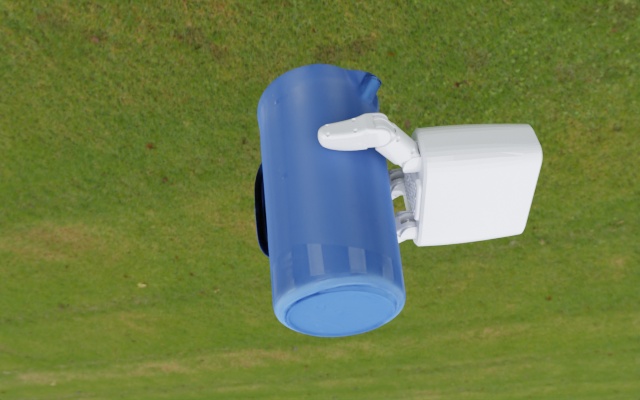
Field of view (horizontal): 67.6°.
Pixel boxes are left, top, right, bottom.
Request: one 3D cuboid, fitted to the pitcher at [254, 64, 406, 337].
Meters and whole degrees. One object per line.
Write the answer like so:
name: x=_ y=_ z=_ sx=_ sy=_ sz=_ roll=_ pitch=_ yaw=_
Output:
pitcher: x=0.000 y=0.001 z=0.460 sx=0.145 sy=0.242 sz=0.149 roll=-4 pitch=-37 yaw=-2
